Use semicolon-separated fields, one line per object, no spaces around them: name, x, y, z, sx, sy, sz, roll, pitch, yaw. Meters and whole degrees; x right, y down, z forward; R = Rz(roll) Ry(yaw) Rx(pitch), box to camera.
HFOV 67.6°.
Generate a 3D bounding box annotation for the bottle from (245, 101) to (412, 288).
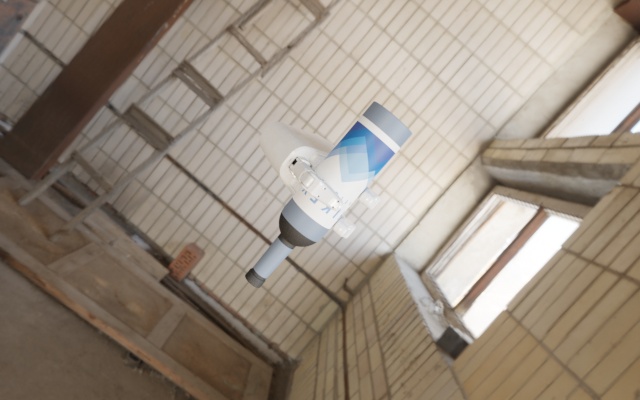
bottle;0.000;0.002;0.644;0.069;0.296;0.069;40;8;-7
